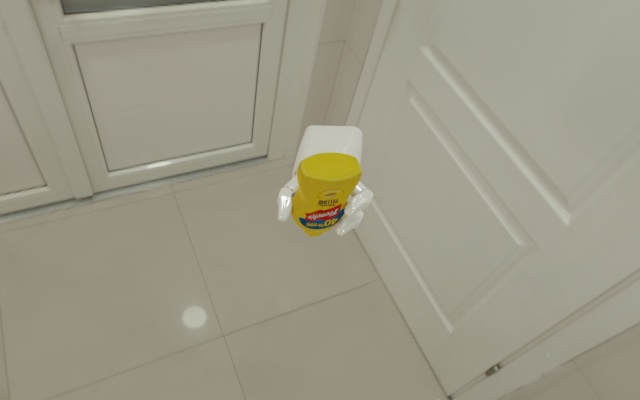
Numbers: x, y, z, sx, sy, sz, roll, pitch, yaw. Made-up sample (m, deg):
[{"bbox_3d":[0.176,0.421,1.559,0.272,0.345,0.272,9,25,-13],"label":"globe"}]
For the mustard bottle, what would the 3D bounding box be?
[{"bbox_3d":[0.000,0.003,0.791,0.096,0.058,0.192,-6,-34,-17],"label":"mustard bottle"}]
